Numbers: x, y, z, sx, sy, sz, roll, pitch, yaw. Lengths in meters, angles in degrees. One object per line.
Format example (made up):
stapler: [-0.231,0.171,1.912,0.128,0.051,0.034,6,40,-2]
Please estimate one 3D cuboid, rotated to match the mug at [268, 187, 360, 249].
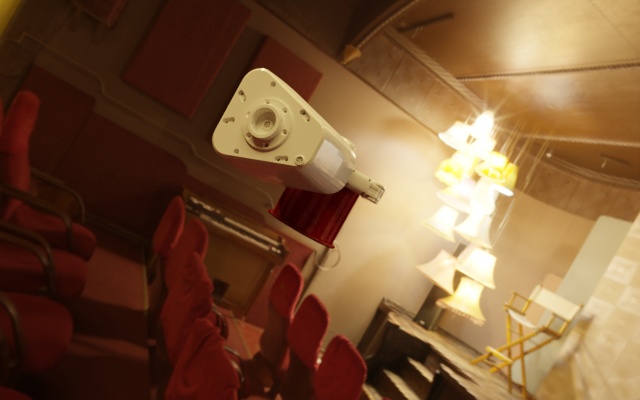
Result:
mug: [0.001,0.002,0.586,0.093,0.081,0.117,30,1,19]
